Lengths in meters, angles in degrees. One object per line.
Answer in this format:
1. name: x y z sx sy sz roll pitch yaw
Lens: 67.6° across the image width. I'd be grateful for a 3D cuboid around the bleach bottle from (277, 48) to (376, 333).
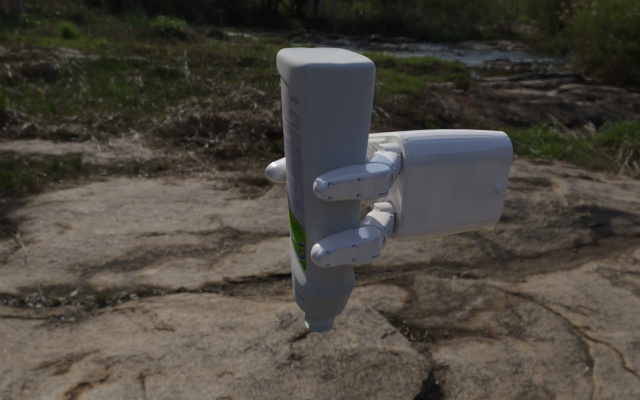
1. bleach bottle: 0.000 0.001 0.421 0.068 0.251 0.102 -4 25 -14
